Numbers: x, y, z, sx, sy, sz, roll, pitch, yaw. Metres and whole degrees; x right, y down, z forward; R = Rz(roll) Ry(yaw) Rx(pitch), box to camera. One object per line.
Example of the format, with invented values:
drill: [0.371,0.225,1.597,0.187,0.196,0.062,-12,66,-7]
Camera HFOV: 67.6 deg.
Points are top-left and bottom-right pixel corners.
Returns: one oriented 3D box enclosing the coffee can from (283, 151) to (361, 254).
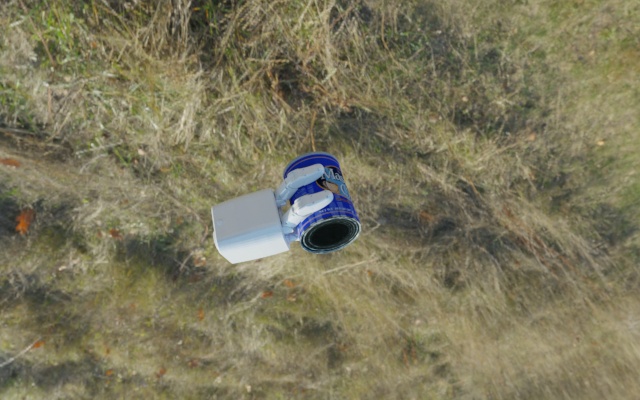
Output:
coffee can: [0.000,0.002,0.802,0.103,0.140,0.103,-11,-36,-8]
